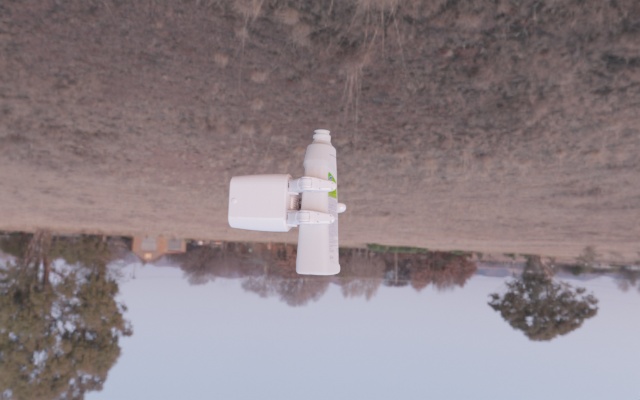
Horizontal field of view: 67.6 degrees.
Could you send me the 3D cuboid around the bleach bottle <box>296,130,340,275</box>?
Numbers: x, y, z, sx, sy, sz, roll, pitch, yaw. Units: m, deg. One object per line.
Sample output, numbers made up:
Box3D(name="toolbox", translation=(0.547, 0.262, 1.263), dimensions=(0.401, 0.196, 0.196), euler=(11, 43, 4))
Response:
Box3D(name="bleach bottle", translation=(0.000, 0.003, 0.845), dimensions=(0.068, 0.251, 0.102), euler=(1, -6, 14))
